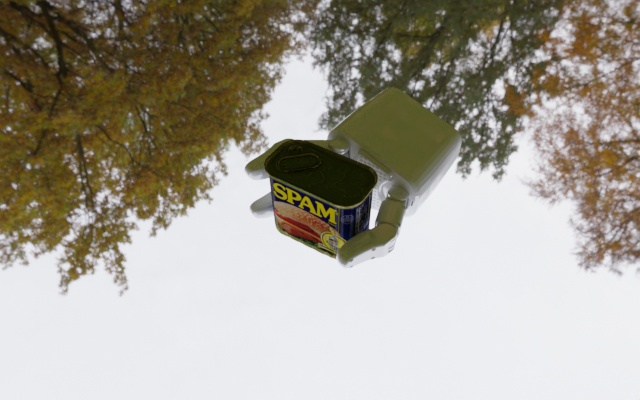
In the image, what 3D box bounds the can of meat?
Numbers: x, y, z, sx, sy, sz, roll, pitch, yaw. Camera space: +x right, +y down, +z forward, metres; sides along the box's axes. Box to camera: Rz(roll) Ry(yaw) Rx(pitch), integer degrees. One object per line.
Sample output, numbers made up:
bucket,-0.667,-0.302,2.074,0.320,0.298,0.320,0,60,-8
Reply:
can of meat,0.000,0.002,0.455,0.102,0.084,0.057,24,52,22
